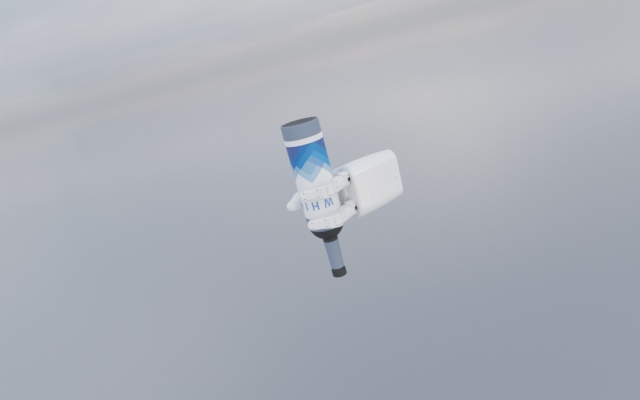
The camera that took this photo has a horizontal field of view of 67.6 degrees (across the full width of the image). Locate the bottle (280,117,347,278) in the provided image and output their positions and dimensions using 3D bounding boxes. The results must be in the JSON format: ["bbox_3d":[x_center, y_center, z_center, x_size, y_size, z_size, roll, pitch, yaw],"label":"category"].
[{"bbox_3d":[0.000,0.003,0.851,0.069,0.296,0.069,-14,18,4],"label":"bottle"}]
